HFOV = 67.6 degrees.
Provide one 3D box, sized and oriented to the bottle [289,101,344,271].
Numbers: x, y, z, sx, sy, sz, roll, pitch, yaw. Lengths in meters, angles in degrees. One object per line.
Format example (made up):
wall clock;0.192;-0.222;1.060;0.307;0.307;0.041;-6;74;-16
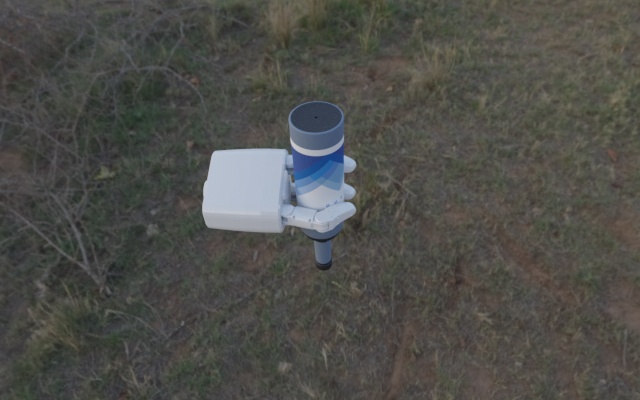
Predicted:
bottle;0.000;0.002;0.677;0.069;0.069;0.296;0;-44;3
